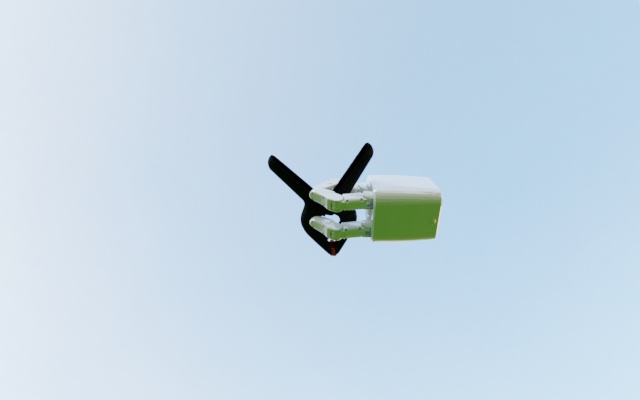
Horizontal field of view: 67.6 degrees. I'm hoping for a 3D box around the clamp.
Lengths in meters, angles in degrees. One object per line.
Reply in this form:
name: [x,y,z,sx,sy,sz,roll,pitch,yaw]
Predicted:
clamp: [0.000,0.003,0.788,0.164,0.210,0.036,-1,33,-1]
